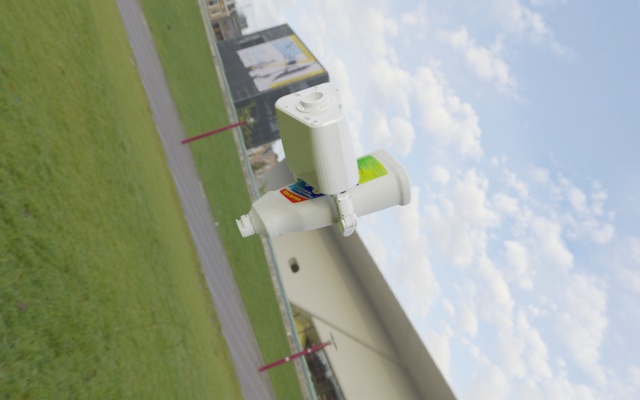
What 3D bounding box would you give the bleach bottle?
[{"bbox_3d":[0.000,0.002,0.709,0.251,0.068,0.102,-20,37,-9],"label":"bleach bottle"}]
